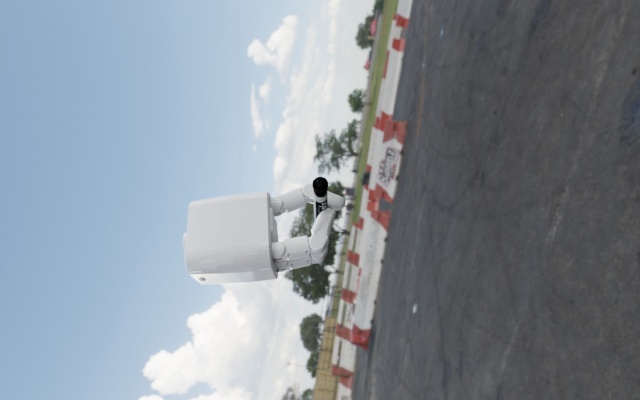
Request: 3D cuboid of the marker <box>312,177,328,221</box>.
[{"bbox_3d":[0.000,0.002,0.598,0.020,0.020,0.121,0,-22,0],"label":"marker"}]
